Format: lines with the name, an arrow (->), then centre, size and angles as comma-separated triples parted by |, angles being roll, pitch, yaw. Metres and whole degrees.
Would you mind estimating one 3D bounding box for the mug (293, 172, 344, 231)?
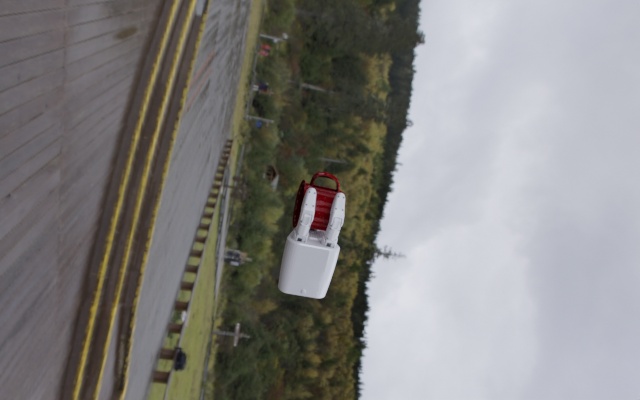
mug -> 0.001, 0.002, 0.898 | 0.081, 0.117, 0.093 | 12, 18, -11
